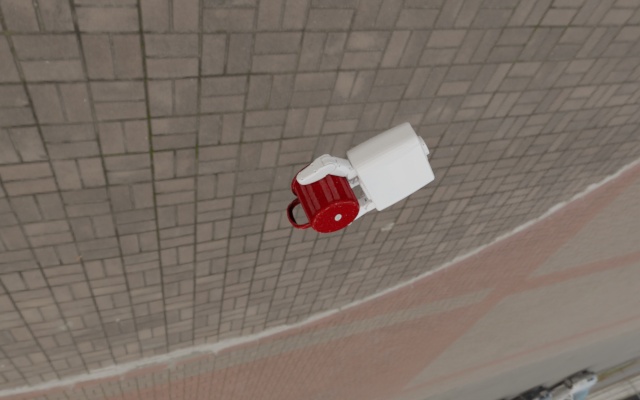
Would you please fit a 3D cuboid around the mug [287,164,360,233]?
[{"bbox_3d":[-0.001,0.003,0.746,0.117,0.081,0.093,-30,-33,8],"label":"mug"}]
